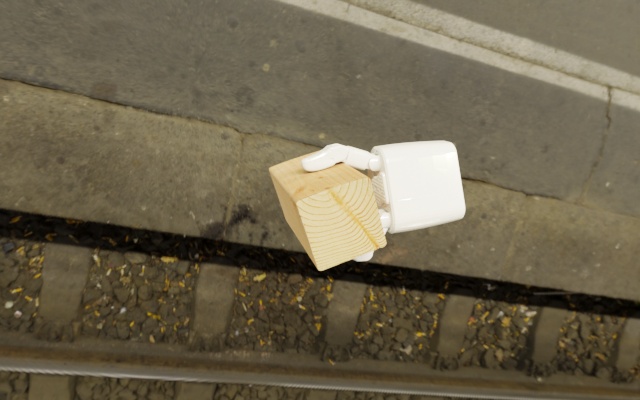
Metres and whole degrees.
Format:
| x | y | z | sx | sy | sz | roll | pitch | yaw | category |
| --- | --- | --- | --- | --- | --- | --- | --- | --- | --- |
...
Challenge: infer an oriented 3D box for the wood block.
| x | y | z | sx | sy | sz | roll | pitch | yaw | category |
| --- | --- | --- | --- | --- | --- | --- | --- | --- | --- |
| 0.000 | 0.002 | 0.634 | 0.090 | 0.091 | 0.206 | -19 | 18 | -9 | wood block |
